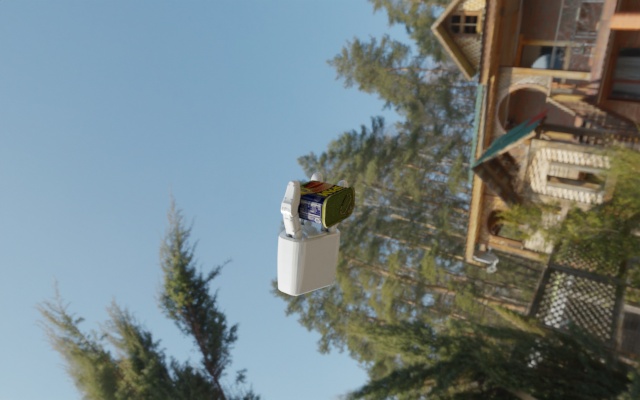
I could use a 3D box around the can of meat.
[{"bbox_3d":[0.000,0.003,0.842,0.084,0.057,0.102,14,22,31],"label":"can of meat"}]
